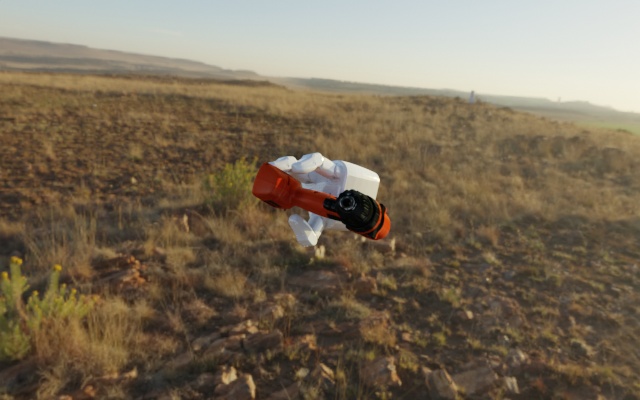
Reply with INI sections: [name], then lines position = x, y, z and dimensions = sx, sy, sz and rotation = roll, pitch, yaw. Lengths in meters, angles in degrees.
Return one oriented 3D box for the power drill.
[power drill]
position = 0.000, 0.002, 0.678
dimensions = 0.187, 0.057, 0.184
rotation = 20, -7, 22
